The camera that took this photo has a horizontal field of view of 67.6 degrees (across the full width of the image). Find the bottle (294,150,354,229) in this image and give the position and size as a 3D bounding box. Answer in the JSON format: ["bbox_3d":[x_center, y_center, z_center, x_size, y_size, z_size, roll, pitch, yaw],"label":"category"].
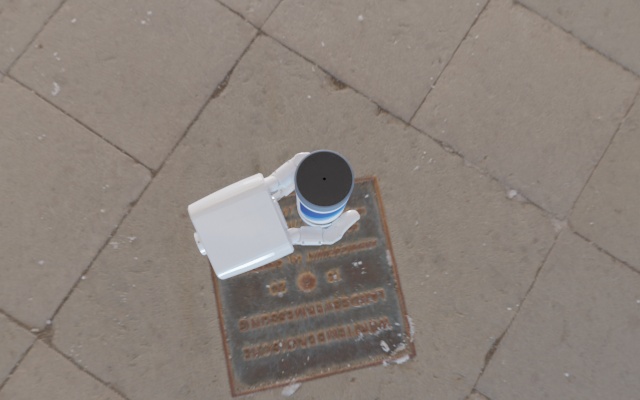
[{"bbox_3d":[0.000,0.002,0.667,0.069,0.069,0.296,0,-10,-2],"label":"bottle"}]
